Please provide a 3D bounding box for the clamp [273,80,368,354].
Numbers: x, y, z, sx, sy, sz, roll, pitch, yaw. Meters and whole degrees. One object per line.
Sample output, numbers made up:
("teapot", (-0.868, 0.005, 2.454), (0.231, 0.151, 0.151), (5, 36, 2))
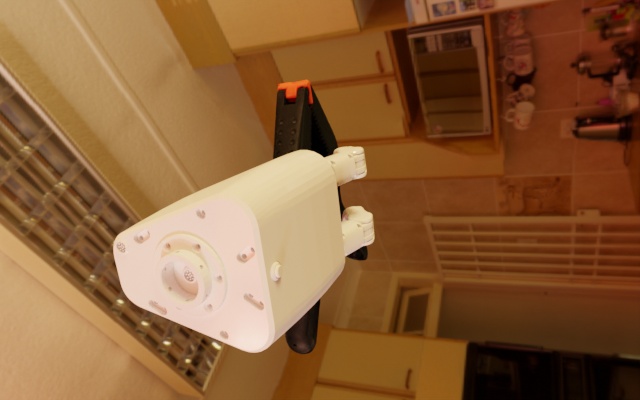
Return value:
("clamp", (-0.001, 0.001, 0.421), (0.036, 0.210, 0.164), (-1, 15, 23))
